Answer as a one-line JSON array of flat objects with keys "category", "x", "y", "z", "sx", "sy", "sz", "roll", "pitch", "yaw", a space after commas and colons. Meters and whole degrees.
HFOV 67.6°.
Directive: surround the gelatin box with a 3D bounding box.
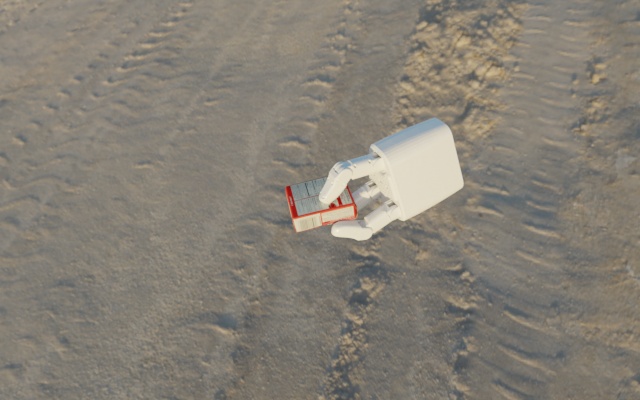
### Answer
[{"category": "gelatin box", "x": 0.000, "y": 0.002, "z": 0.671, "sx": 0.089, "sy": 0.030, "sz": 0.073, "roll": -13, "pitch": 41, "yaw": -4}]
